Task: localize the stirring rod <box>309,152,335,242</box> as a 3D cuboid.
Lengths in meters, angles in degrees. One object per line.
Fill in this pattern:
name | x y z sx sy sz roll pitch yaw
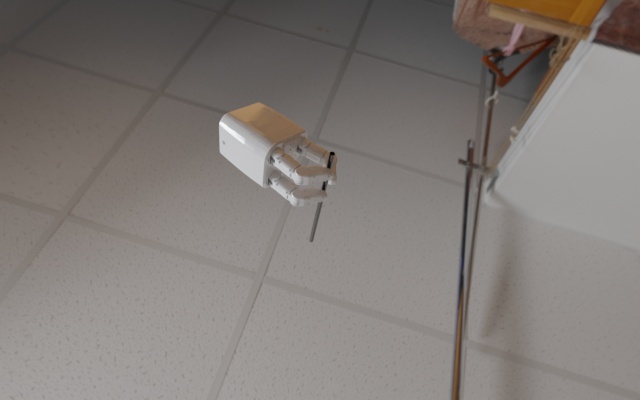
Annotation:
stirring rod | 0.000 0.003 0.807 0.011 0.011 0.240 0 -37 -11
